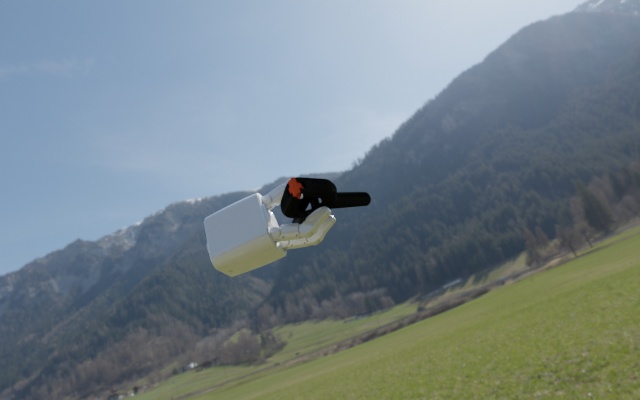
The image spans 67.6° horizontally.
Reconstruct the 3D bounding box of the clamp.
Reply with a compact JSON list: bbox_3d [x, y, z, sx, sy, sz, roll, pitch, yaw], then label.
[{"bbox_3d":[-0.001,0.002,0.791,0.164,0.036,0.210,-25,-21,2],"label":"clamp"}]
